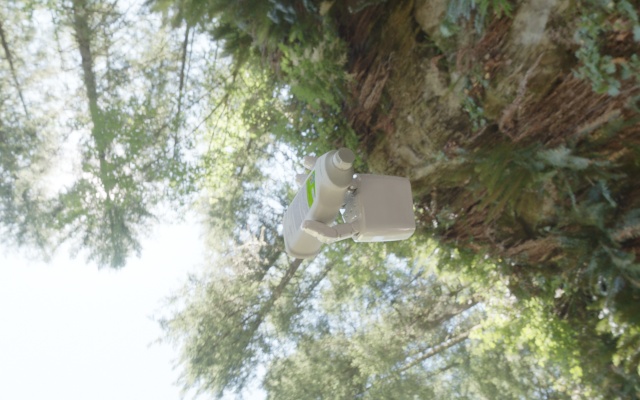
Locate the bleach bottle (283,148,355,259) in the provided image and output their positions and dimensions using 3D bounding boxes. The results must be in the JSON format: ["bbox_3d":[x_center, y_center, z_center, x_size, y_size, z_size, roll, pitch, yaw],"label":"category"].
[{"bbox_3d":[0.000,0.003,0.816,0.068,0.102,0.251,1,-31,-22],"label":"bleach bottle"}]
